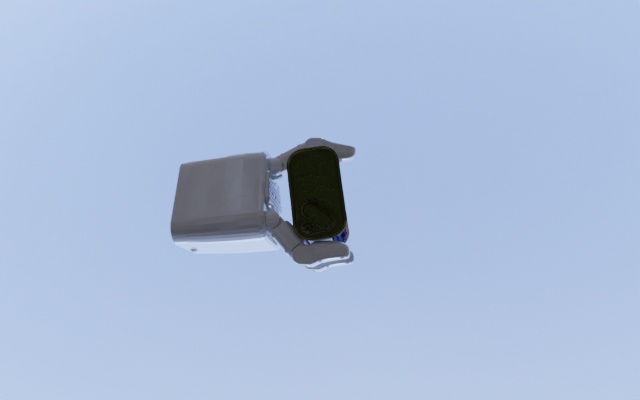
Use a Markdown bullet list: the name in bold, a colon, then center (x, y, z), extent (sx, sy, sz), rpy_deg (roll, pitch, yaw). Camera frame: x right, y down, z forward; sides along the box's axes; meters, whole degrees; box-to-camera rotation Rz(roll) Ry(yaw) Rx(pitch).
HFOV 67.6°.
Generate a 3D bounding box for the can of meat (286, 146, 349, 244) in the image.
- **can of meat**: center (0.000, 0.002, 0.542), extent (0.057, 0.102, 0.084), rpy_deg (-9, -16, 4)
